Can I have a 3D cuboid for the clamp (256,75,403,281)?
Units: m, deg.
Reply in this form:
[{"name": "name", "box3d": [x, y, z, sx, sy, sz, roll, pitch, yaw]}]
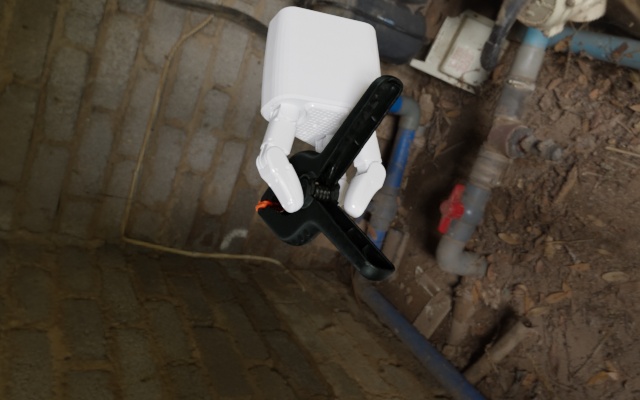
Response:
[{"name": "clamp", "box3d": [-0.001, 0.001, 0.436, 0.036, 0.164, 0.210, 15, -24, -32]}]
